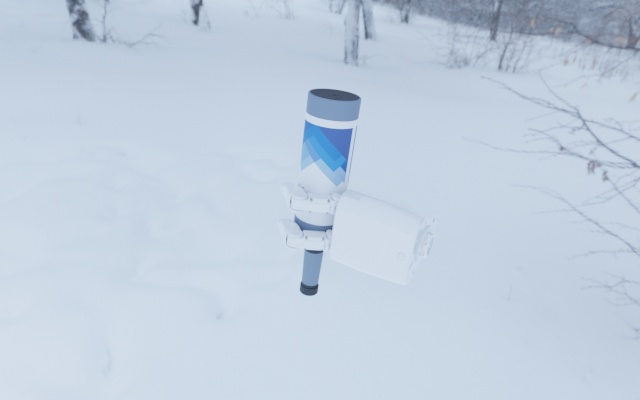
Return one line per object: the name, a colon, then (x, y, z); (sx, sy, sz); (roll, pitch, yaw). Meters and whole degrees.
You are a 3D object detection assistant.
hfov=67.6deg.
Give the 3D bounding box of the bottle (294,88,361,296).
bottle: (0.000, 0.002, 0.650); (0.069, 0.296, 0.069); (6, 25, -3)
